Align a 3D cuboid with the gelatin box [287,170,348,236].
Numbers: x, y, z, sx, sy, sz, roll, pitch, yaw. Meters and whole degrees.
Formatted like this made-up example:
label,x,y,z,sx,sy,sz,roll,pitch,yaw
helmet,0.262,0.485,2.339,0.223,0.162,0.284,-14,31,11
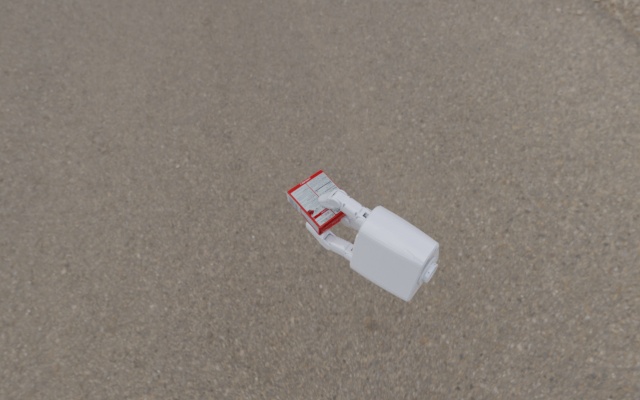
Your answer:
label,x,y,z,sx,sy,sz,roll,pitch,yaw
gelatin box,0.000,0.002,0.776,0.073,0.089,0.030,-35,-25,-20
